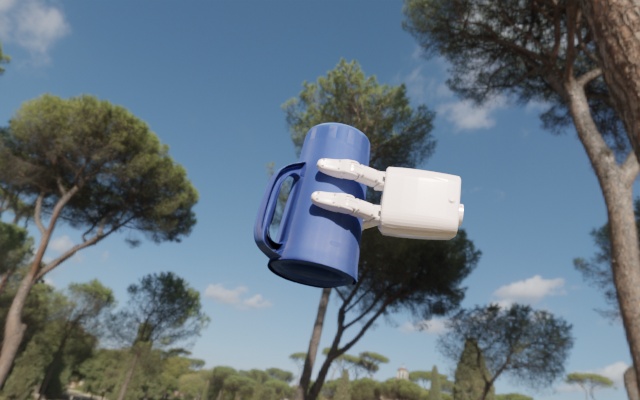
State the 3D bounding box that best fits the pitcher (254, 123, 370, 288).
[{"bbox_3d":[0.000,0.002,0.731,0.145,0.242,0.149,6,-24,12],"label":"pitcher"}]
